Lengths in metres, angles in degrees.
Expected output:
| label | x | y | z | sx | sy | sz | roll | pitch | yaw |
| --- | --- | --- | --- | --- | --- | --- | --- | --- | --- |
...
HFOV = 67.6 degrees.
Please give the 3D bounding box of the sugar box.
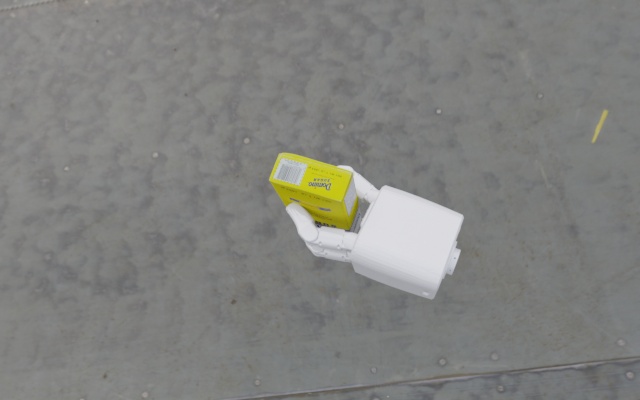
| label | x | y | z | sx | sy | sz | roll | pitch | yaw |
| --- | --- | --- | --- | --- | --- | --- | --- | --- | --- |
| sugar box | 0.000 | 0.003 | 0.623 | 0.093 | 0.048 | 0.176 | 17 | -19 | 15 |
